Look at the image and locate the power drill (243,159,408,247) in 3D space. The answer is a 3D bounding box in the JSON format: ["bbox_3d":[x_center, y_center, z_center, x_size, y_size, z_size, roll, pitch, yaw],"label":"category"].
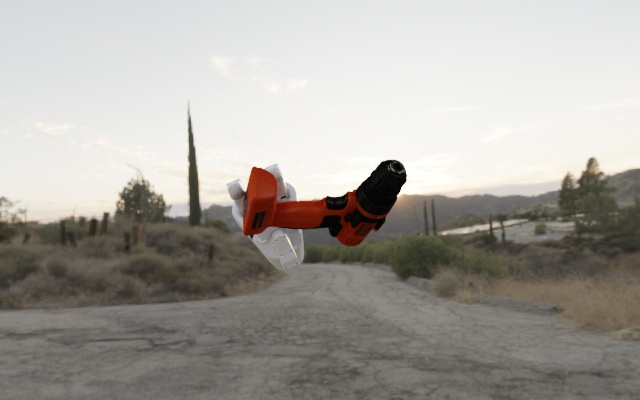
[{"bbox_3d":[0.000,0.002,0.612,0.187,0.057,0.184,6,-34,-15],"label":"power drill"}]
